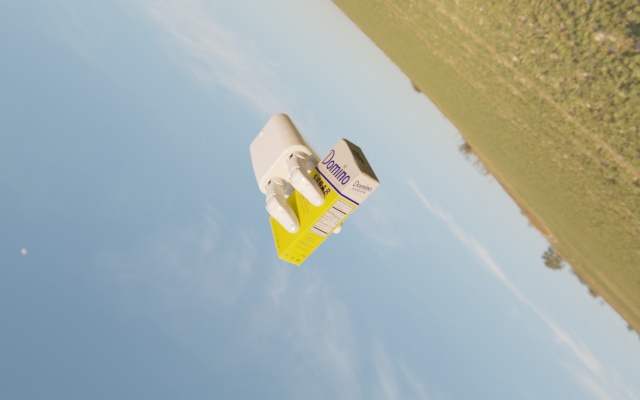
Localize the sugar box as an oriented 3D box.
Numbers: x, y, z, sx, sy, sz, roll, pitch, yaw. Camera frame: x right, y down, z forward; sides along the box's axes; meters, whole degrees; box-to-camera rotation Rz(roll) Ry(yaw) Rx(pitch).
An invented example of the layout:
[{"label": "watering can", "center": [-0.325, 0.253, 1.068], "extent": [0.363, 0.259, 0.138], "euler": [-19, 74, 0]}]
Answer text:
[{"label": "sugar box", "center": [0.000, 0.002, 0.687], "extent": [0.048, 0.176, 0.093], "euler": [25, 26, -33]}]
